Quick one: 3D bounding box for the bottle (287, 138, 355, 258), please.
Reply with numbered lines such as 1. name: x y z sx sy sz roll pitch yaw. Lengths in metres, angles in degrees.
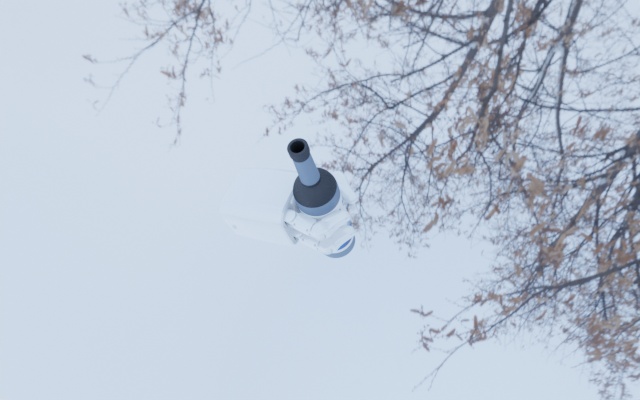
1. bottle: 0.000 0.002 0.720 0.069 0.069 0.296 0 -28 13
